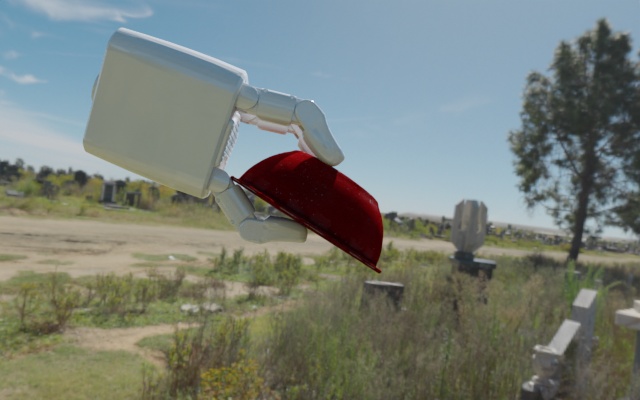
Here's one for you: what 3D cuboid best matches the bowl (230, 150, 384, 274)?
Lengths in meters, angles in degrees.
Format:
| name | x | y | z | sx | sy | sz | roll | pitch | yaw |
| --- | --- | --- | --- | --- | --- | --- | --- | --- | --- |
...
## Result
| name | x | y | z | sx | sy | sz | roll | pitch | yaw |
| --- | --- | --- | --- | --- | --- | --- | --- | --- | --- |
| bowl | 0.001 | 0.002 | 0.439 | 0.162 | 0.055 | 0.162 | 33 | -4 | 3 |
